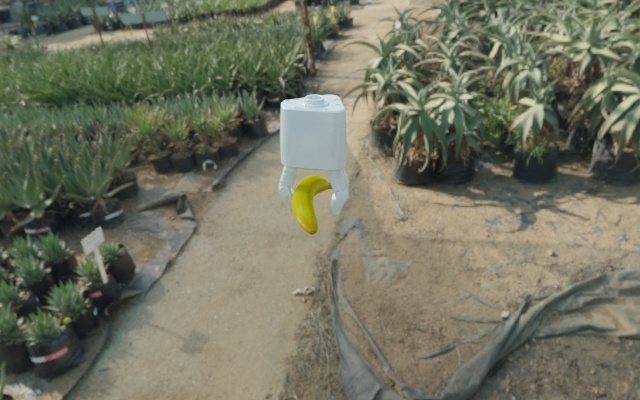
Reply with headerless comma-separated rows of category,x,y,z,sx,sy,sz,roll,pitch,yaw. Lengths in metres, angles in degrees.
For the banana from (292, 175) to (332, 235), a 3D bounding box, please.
banana,-0.017,-0.003,0.857,0.069,0.037,0.197,14,29,8
